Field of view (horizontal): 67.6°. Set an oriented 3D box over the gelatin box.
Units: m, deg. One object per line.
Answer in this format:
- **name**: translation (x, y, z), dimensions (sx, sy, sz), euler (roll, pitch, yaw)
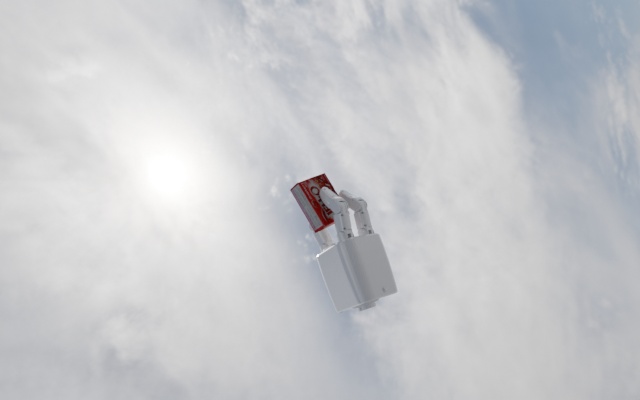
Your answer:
- **gelatin box**: translation (0.000, 0.003, 0.826), dimensions (0.073, 0.089, 0.030), euler (-24, -11, -47)
